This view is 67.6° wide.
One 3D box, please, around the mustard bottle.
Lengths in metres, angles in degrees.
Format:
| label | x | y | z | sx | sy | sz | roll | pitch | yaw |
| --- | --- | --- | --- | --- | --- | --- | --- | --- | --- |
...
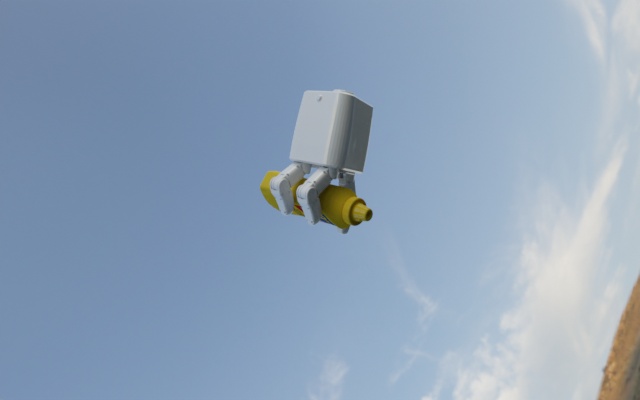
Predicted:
| label | x | y | z | sx | sy | sz | roll | pitch | yaw |
| --- | --- | --- | --- | --- | --- | --- | --- | --- | --- |
| mustard bottle | 0.000 | 0.003 | 0.725 | 0.191 | 0.058 | 0.096 | 14 | -20 | 43 |
